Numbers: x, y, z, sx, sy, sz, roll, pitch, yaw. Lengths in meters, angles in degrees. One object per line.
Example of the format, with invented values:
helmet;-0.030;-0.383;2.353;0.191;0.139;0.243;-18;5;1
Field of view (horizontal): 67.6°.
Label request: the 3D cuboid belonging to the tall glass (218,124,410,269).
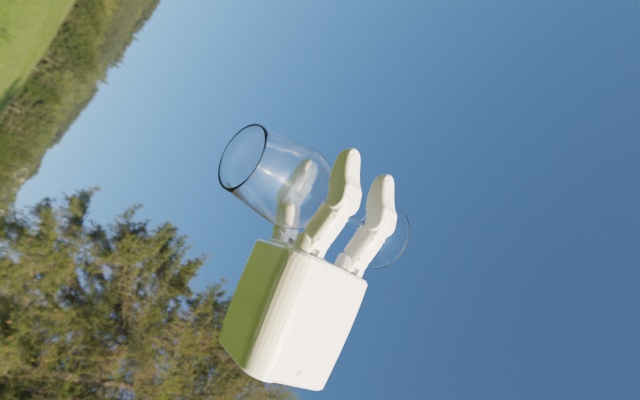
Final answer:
tall glass;0.001;0.002;0.460;0.079;0.079;0.201;0;-23;46
